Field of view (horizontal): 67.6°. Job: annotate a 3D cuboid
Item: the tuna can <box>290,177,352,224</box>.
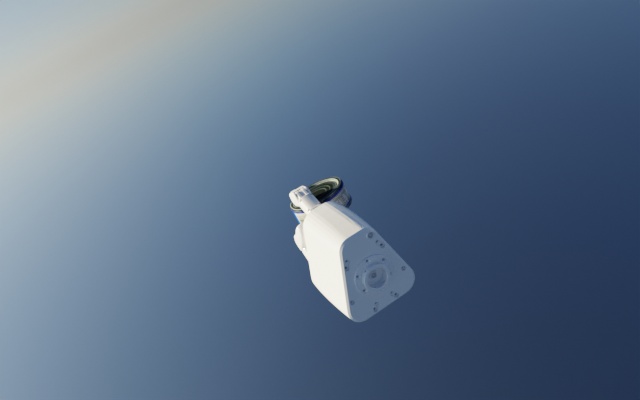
[{"bbox_3d":[0.000,0.002,0.689,0.086,0.034,0.086,-25,22,11],"label":"tuna can"}]
